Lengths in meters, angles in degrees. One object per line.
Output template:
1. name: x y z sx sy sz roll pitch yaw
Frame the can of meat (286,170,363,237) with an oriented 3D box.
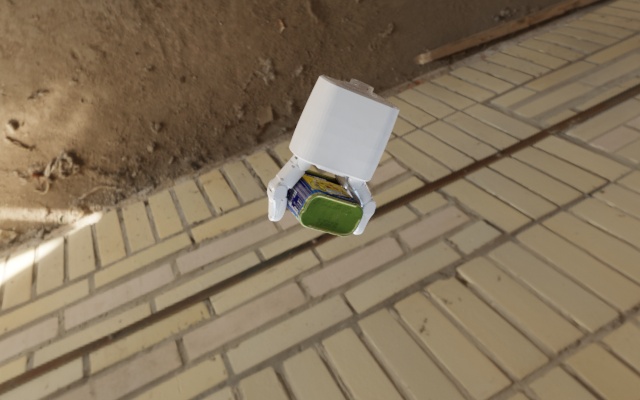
1. can of meat: 0.000 0.002 0.670 0.102 0.057 0.084 16 19 -34
